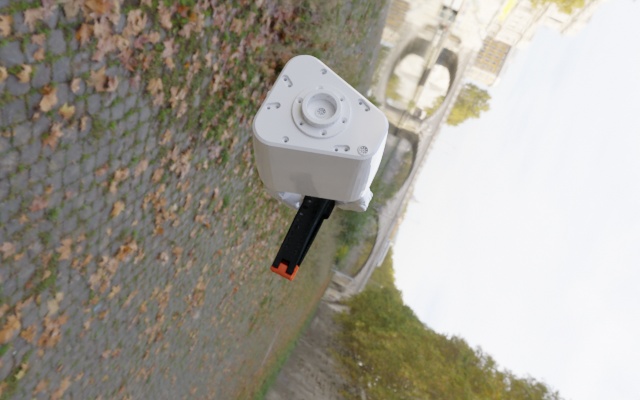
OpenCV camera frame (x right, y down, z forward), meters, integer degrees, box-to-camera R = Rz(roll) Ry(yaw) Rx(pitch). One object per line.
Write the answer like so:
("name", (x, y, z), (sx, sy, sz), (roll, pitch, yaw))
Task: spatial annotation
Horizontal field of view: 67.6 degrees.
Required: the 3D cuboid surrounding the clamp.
("clamp", (0.001, 0.003, 0.589), (0.036, 0.210, 0.165), (25, -17, 6))
